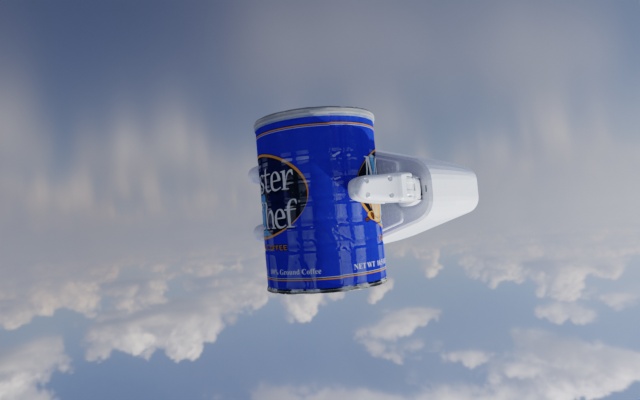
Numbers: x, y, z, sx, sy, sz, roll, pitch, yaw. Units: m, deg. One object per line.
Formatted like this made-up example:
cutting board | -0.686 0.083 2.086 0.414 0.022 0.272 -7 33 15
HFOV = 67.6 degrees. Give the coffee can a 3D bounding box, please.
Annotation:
coffee can | 0.000 0.001 0.405 0.103 0.140 0.103 -5 -3 0
